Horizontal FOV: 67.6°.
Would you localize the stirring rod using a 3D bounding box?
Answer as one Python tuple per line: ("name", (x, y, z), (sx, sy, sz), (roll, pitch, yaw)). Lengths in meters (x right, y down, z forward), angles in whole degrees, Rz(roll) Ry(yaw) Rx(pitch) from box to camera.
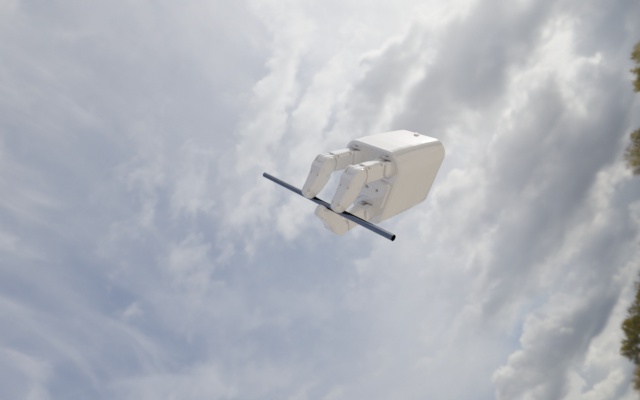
("stirring rod", (0.000, 0.002, 0.602), (0.011, 0.011, 0.239), (0, 19, -44))
